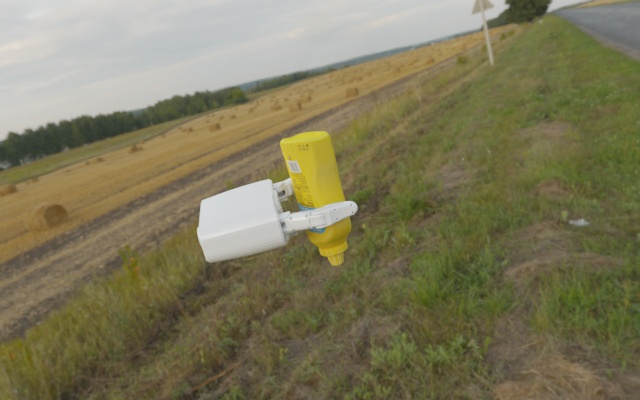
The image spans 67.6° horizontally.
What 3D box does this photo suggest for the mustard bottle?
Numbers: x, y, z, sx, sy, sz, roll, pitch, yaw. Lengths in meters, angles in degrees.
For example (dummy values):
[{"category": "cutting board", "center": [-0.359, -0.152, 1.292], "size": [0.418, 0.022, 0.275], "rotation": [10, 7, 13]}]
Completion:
[{"category": "mustard bottle", "center": [0.000, 0.002, 0.668], "size": [0.058, 0.192, 0.096], "rotation": [-22, 16, -26]}]
